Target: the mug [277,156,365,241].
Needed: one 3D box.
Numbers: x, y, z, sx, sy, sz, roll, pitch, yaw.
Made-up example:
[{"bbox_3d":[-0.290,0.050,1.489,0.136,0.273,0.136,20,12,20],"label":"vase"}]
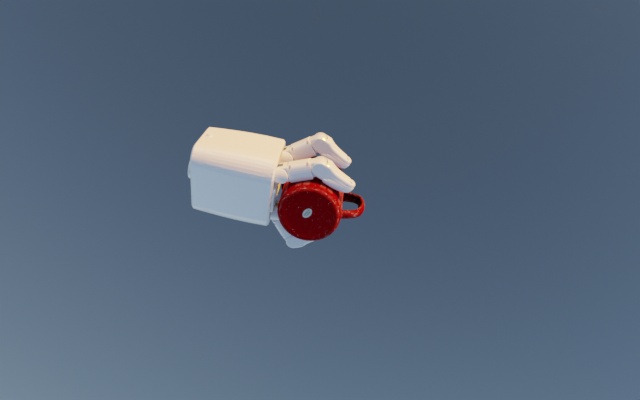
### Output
[{"bbox_3d":[0.001,0.003,0.631,0.117,0.093,0.081,11,29,-1],"label":"mug"}]
